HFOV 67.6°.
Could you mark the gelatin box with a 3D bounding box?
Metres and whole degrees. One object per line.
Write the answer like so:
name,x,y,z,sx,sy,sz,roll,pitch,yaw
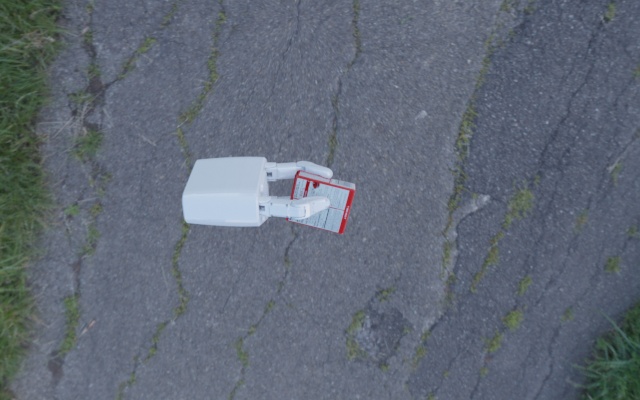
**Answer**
gelatin box,0.000,0.003,0.696,0.089,0.073,0.030,14,22,1
